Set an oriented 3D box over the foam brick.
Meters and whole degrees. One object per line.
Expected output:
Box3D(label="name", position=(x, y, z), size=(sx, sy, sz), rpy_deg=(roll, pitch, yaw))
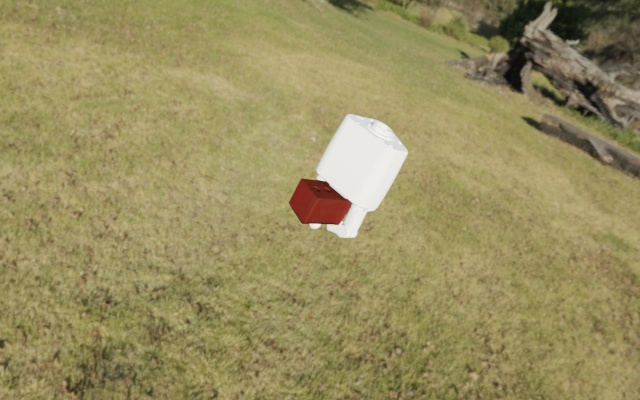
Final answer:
Box3D(label="foam brick", position=(0.000, 0.003, 0.751), size=(0.078, 0.051, 0.053), rpy_deg=(4, 36, -40))
